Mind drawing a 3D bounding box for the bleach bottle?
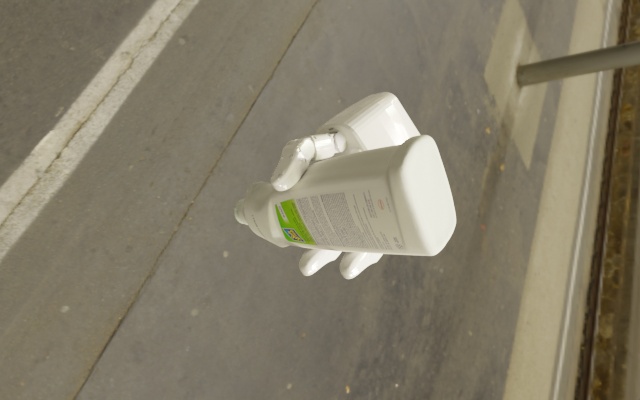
[{"bbox_3d":[0.000,0.002,0.477,0.251,0.103,0.068,-3,29,41],"label":"bleach bottle"}]
